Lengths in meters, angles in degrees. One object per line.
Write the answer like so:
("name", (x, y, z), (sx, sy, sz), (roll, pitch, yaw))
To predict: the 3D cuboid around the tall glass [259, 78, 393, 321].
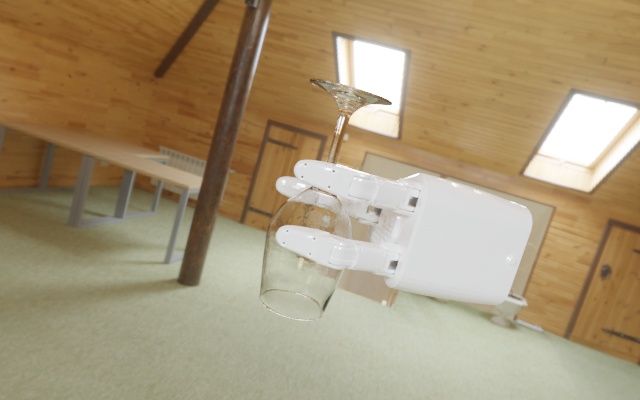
("tall glass", (0.000, 0.001, 0.424), (0.079, 0.201, 0.079), (16, 8, -2))
